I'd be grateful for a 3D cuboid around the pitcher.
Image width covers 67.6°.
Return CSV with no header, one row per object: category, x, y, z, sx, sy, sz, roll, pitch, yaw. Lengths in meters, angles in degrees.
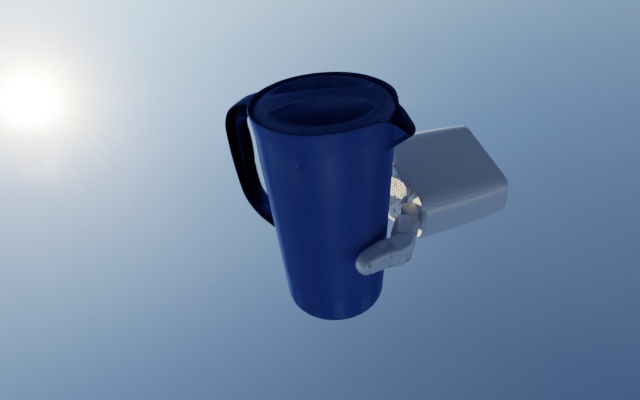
pitcher,0.000,0.002,0.488,0.145,0.243,0.149,-16,37,-15
